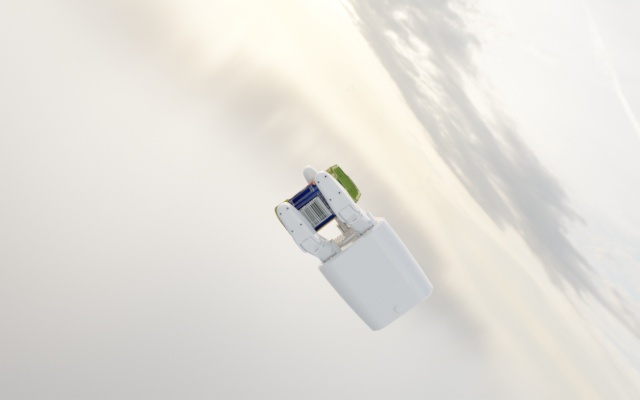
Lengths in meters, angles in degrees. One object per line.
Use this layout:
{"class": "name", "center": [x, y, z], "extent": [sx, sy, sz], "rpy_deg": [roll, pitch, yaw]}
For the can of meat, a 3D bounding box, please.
{"class": "can of meat", "center": [0.000, 0.002, 0.581], "extent": [0.084, 0.057, 0.102], "rpy_deg": [-37, 2, 11]}
